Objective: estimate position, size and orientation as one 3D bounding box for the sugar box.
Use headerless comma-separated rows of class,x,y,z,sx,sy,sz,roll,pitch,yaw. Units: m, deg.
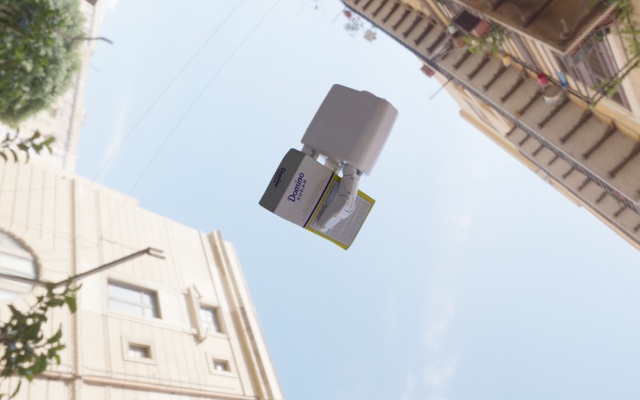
sugar box,0.000,0.002,0.699,0.176,0.093,0.048,31,-3,-43
